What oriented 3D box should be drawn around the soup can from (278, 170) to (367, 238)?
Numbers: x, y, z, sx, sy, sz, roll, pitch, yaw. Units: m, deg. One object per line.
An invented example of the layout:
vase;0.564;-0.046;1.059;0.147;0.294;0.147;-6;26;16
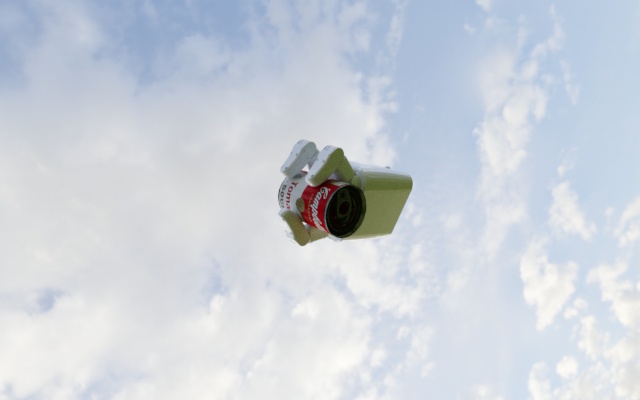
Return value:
soup can;0.000;0.002;0.618;0.068;0.068;0.102;0;13;-41
